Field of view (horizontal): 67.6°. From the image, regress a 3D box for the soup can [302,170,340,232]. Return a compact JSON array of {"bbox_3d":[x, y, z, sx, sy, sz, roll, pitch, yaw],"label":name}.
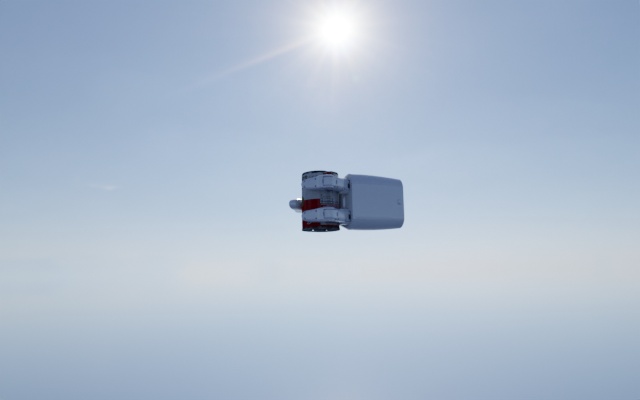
[{"bbox_3d":[0.000,0.002,0.846,0.068,0.102,0.068,-1,-8,0],"label":"soup can"}]
